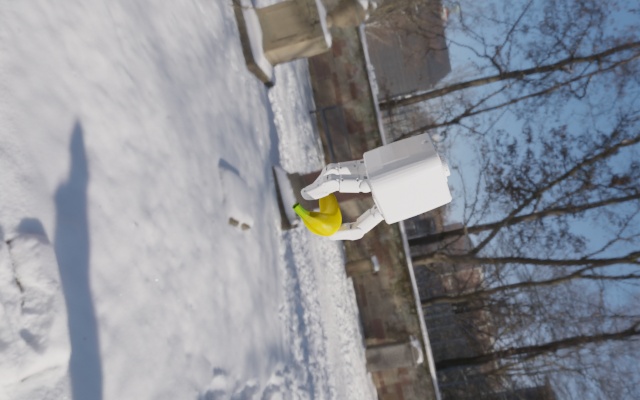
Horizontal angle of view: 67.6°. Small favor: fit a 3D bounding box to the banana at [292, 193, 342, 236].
[{"bbox_3d":[0.007,0.020,0.757,0.037,0.069,0.198,-25,1,13],"label":"banana"}]
